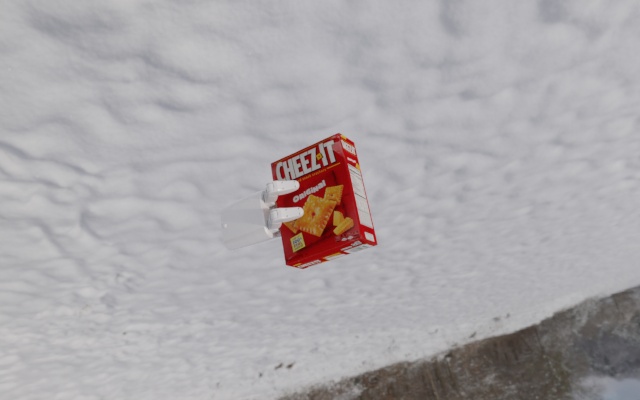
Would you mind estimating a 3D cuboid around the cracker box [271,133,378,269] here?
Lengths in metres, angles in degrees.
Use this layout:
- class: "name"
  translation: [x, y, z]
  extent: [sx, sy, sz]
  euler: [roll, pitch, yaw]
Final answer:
- class: "cracker box"
  translation: [0.000, 0.003, 0.897]
  extent: [0.164, 0.213, 0.072]
  euler: [-21, -23, 25]
